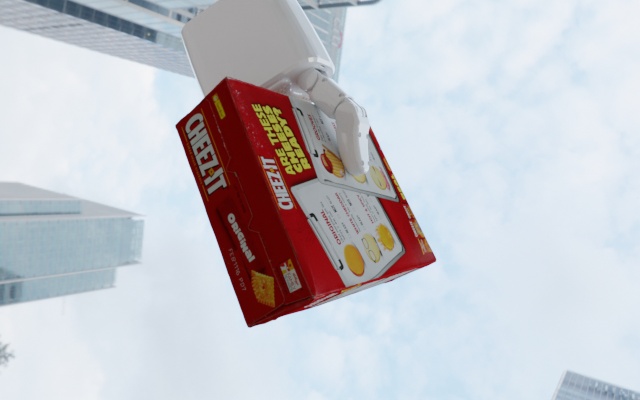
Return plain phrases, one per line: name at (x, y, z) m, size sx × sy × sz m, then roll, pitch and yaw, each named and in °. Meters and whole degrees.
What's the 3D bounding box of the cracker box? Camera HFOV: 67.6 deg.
cracker box at (0.000, 0.001, 0.408) m, size 0.072 × 0.164 × 0.214 m, roll -32°, pitch -17°, yaw 29°
